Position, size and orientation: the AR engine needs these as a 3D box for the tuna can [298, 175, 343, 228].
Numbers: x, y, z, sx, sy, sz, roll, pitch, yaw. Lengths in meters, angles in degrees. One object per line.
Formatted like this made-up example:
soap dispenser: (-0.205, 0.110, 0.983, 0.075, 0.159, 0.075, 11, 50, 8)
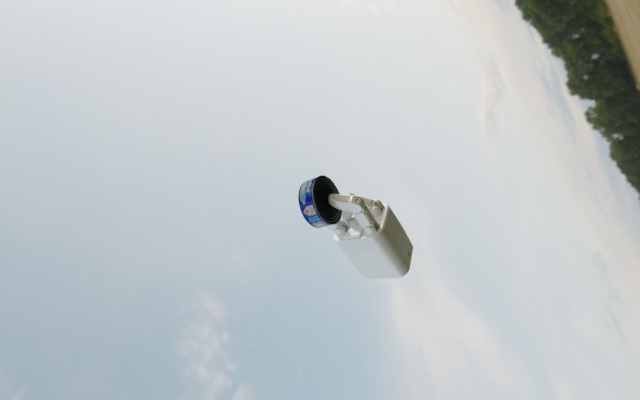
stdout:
tuna can: (0.000, 0.003, 0.809, 0.034, 0.086, 0.086, -17, -9, 32)
